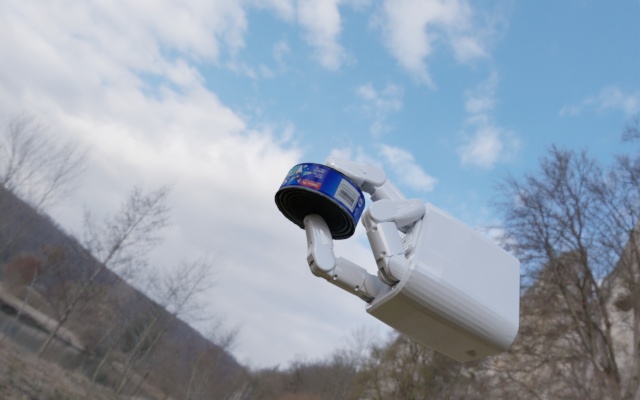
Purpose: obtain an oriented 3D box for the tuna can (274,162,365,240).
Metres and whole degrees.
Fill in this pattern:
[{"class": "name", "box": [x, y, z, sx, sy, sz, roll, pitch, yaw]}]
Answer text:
[{"class": "tuna can", "box": [0.000, 0.001, 0.470, 0.086, 0.033, 0.086, 20, -29, 12]}]
